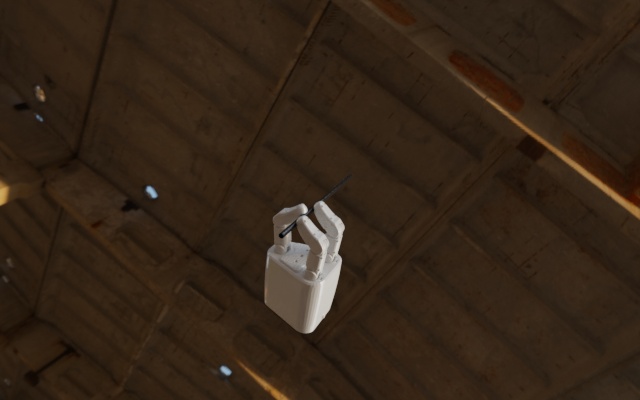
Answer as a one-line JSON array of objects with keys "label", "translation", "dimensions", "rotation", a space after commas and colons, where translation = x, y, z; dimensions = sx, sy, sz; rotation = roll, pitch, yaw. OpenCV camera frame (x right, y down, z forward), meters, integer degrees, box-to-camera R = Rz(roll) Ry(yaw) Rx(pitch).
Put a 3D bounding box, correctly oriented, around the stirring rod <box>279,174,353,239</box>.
[{"label": "stirring rod", "translation": [0.000, 0.003, 0.750], "dimensions": [0.011, 0.011, 0.239], "rotation": [0, 23, 29]}]
